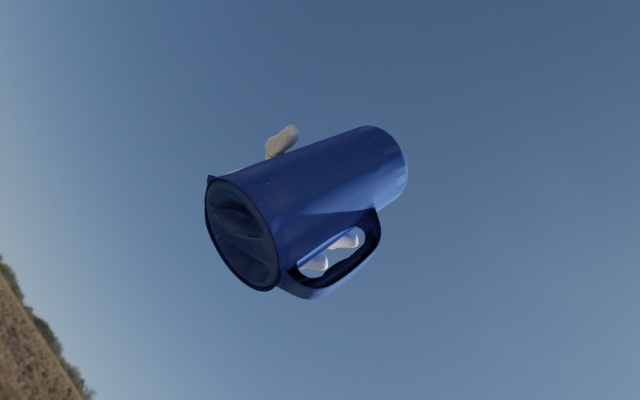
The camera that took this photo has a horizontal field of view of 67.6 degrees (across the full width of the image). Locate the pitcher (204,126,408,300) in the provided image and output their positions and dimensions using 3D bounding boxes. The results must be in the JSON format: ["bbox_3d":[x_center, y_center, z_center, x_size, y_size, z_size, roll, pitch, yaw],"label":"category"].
[{"bbox_3d":[0.000,0.002,0.568,0.242,0.149,0.145,-28,17,-36],"label":"pitcher"}]
